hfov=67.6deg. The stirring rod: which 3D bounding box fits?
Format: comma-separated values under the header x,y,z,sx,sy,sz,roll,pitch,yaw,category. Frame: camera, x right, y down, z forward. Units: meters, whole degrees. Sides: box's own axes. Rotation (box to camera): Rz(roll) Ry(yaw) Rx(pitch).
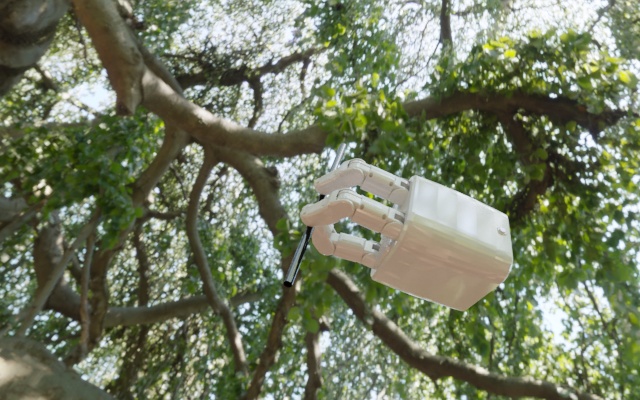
x,y,z,sx,sy,sz,roll,pitch,yaw,category
0.000,0.002,0.500,0.011,0.011,0.239,0,35,17,stirring rod
